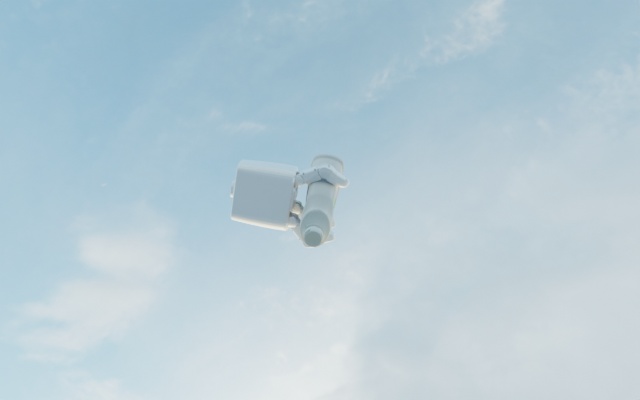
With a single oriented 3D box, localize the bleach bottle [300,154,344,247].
[{"bbox_3d":[0.000,0.003,0.866,0.068,0.103,0.250,10,25,1],"label":"bleach bottle"}]
